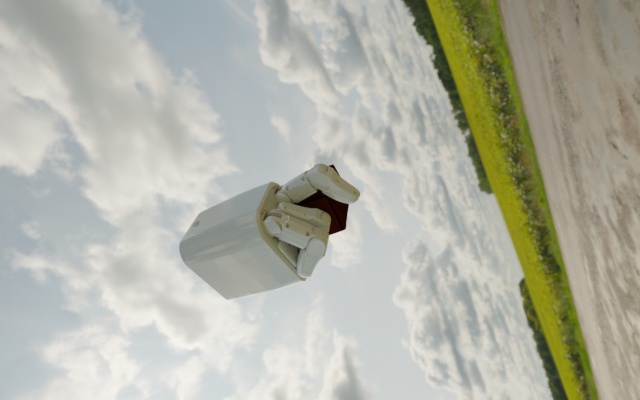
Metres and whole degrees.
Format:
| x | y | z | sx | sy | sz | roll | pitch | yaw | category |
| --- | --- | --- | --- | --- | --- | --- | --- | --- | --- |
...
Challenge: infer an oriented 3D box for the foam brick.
| x | y | z | sx | sy | sz | roll | pitch | yaw | category |
| --- | --- | --- | --- | --- | --- | --- | --- | --- | --- |
| 0.000 | 0.002 | 0.570 | 0.051 | 0.053 | 0.078 | -20 | 25 | 19 | foam brick |
